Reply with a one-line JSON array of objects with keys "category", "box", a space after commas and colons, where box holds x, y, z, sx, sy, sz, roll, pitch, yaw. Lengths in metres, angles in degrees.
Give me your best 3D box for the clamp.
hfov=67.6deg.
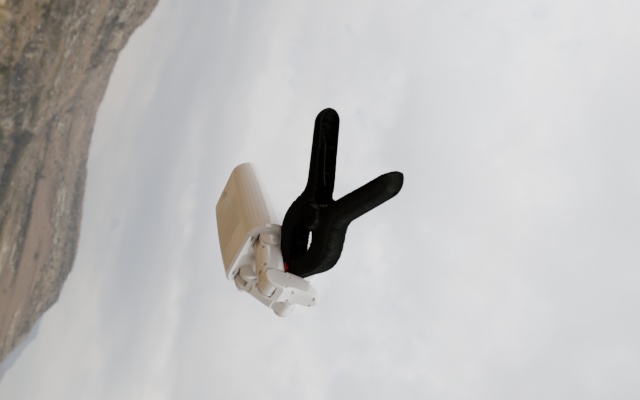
[{"category": "clamp", "box": [0.001, 0.002, 0.451, 0.039, 0.120, 0.171, 10, -51, -36]}]
